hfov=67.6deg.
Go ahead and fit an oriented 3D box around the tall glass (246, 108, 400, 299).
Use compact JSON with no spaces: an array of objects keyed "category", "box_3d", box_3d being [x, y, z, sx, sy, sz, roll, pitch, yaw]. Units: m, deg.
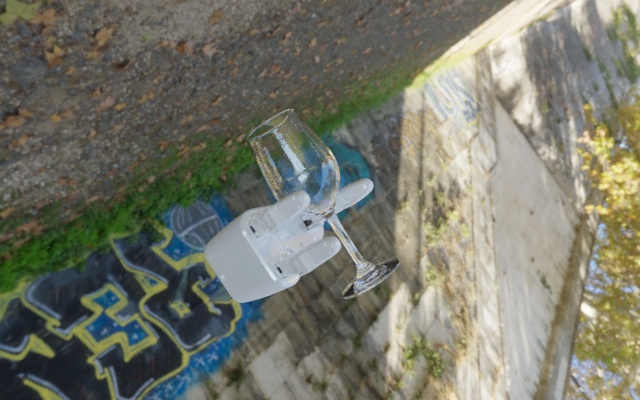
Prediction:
[{"category":"tall glass","box_3d":[0.001,0.002,0.515,0.079,0.201,0.079,-33,2,1]}]
